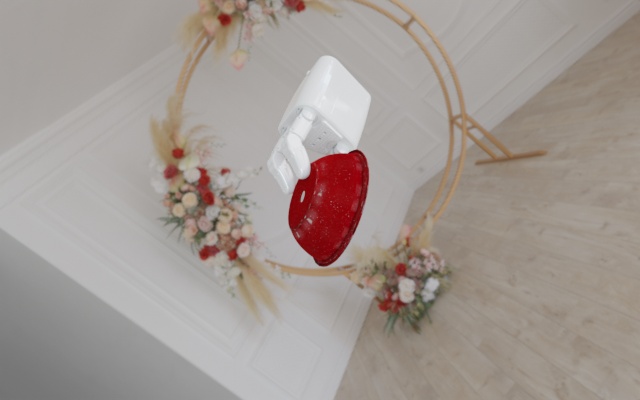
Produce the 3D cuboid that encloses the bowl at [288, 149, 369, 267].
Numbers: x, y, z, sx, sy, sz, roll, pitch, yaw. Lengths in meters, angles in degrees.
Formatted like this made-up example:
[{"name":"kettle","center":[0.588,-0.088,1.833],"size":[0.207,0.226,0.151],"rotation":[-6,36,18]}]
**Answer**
[{"name":"bowl","center":[0.000,0.003,0.622],"size":[0.055,0.162,0.162],"rotation":[18,-6,-19]}]
